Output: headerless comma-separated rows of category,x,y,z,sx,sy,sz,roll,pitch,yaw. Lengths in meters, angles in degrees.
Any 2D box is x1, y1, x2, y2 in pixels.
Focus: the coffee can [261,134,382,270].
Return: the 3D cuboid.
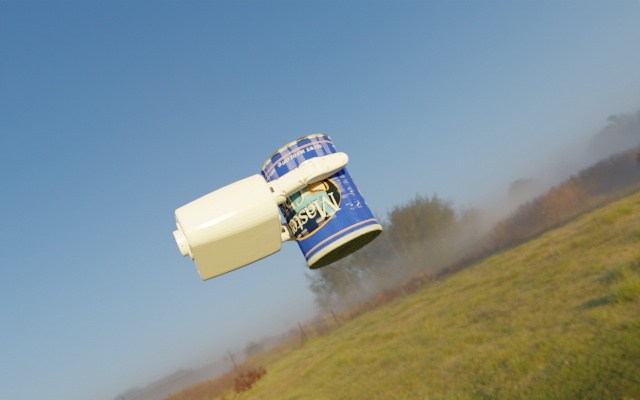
coffee can,0.000,0.002,0.608,0.103,0.140,0.103,-26,-16,-8
